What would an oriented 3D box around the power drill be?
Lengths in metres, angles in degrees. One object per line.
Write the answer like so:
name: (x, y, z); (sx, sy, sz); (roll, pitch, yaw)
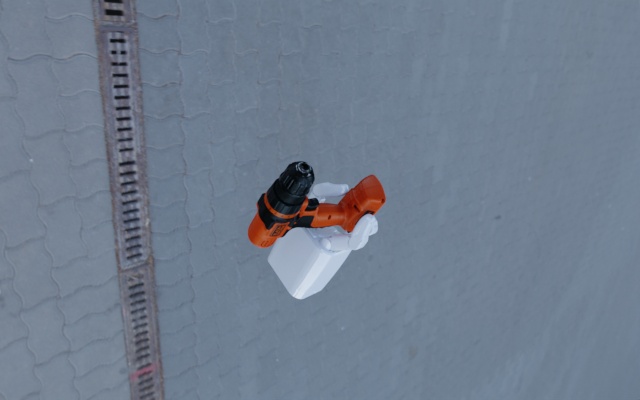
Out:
power drill: (0.000, 0.002, 0.701); (0.187, 0.057, 0.184); (-3, -29, -31)
